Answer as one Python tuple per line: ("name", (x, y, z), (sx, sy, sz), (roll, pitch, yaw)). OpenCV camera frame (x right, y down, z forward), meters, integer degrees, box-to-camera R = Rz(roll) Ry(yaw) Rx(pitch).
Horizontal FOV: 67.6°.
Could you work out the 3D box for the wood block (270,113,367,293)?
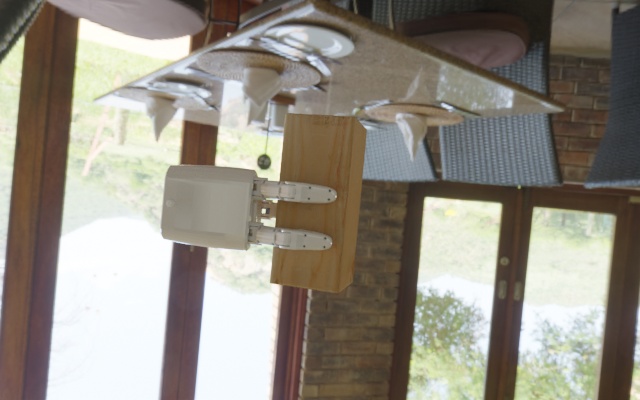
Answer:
("wood block", (0.000, 0.002, 0.605), (0.090, 0.206, 0.091), (6, 1, 14))
